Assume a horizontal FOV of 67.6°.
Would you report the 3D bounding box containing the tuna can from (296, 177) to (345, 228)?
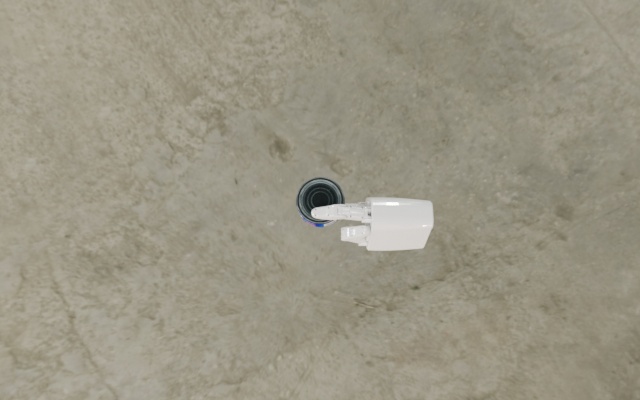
[{"bbox_3d":[0.000,0.003,0.838,0.086,0.086,0.034,0,-13,2],"label":"tuna can"}]
